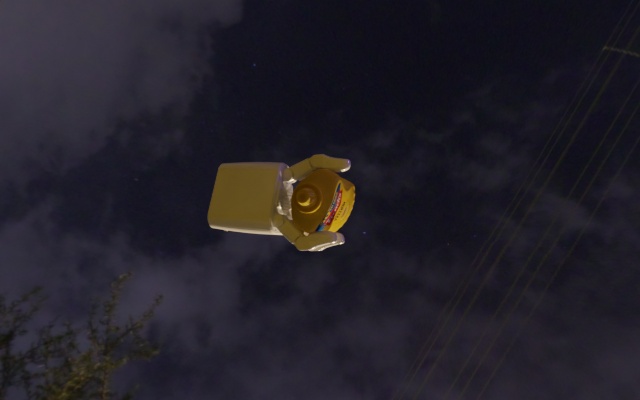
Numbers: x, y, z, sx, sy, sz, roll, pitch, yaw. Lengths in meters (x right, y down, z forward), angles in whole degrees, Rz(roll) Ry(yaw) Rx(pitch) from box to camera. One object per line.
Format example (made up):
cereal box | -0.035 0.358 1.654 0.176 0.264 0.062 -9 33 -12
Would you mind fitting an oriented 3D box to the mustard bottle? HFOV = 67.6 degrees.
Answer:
mustard bottle | 0.000 0.002 0.707 0.058 0.096 0.191 29 3 16
